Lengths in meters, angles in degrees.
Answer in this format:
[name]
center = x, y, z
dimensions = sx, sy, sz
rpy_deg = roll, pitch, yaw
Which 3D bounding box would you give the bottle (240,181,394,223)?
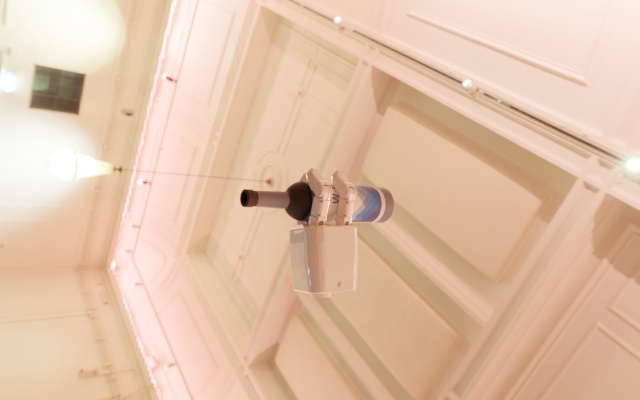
[bottle]
center = 0.000, 0.003, 0.805
dimensions = 0.296, 0.069, 0.069
rpy_deg = 3, -2, -39
